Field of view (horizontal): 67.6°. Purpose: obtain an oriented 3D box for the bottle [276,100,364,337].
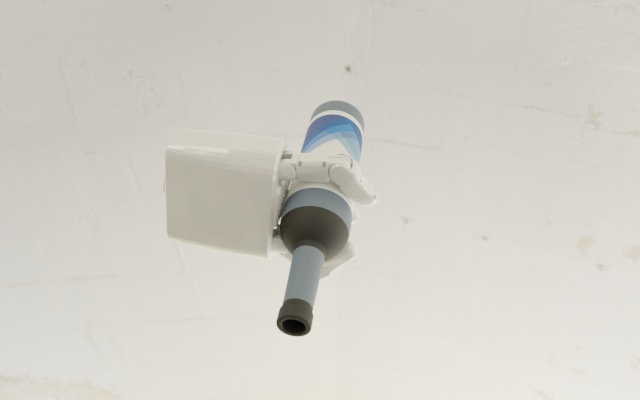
[{"bbox_3d":[0.000,0.001,0.474,0.069,0.069,0.295,0,40,11],"label":"bottle"}]
